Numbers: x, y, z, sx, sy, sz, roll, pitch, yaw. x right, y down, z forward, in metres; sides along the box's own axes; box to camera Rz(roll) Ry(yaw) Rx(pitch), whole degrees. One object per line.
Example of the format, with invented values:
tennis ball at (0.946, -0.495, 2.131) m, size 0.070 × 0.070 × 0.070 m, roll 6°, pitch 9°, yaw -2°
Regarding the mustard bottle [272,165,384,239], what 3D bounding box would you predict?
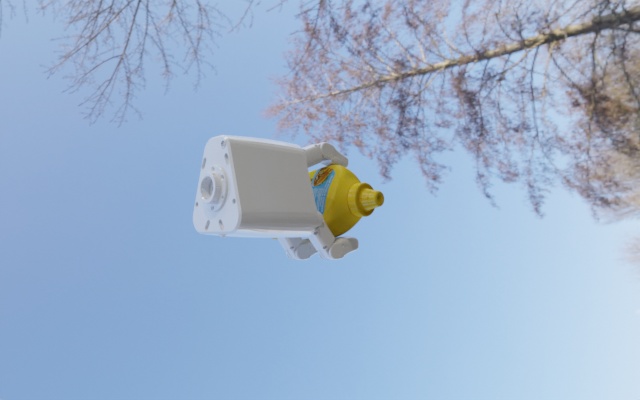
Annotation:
mustard bottle at (0.000, 0.002, 0.616) m, size 0.191 × 0.096 × 0.058 m, roll -4°, pitch -29°, yaw 45°
